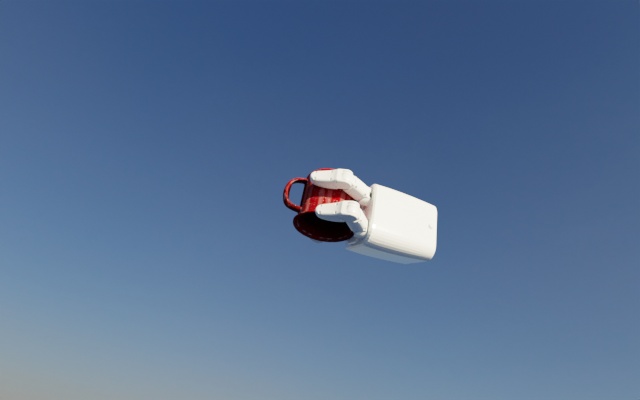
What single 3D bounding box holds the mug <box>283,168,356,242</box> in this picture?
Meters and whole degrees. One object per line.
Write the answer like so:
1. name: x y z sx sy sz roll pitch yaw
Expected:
1. mug: -0.001 0.002 0.717 0.117 0.081 0.093 18 -32 -12
